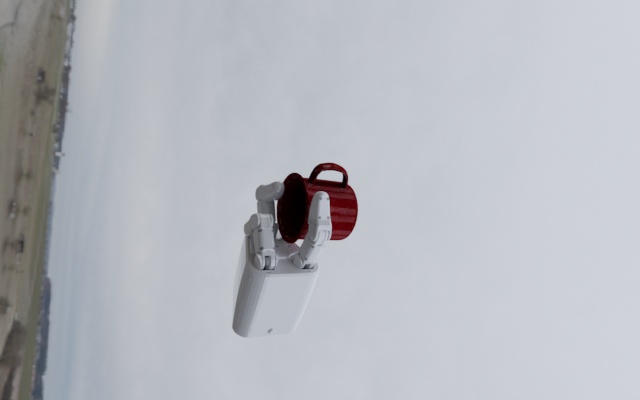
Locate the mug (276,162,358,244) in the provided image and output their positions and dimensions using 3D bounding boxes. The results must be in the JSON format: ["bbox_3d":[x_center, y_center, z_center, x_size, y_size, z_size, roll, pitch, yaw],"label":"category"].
[{"bbox_3d":[0.001,0.001,0.635,0.081,0.117,0.093,5,29,-29],"label":"mug"}]
